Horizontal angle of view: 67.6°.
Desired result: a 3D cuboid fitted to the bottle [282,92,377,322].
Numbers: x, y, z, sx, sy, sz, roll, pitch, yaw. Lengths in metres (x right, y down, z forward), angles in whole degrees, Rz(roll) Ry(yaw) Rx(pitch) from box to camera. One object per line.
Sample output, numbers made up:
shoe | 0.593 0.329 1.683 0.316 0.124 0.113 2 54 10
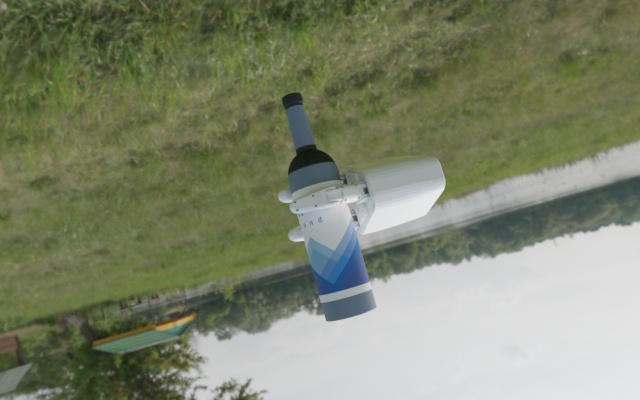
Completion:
bottle | 0.000 0.002 0.617 0.069 0.295 0.069 -15 -7 -2
